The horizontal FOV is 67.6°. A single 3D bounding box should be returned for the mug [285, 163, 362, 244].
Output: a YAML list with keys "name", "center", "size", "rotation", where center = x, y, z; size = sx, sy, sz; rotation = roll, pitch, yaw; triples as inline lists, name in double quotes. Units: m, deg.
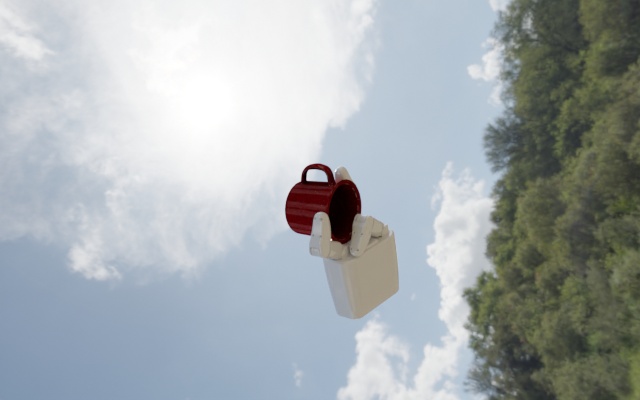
- name: "mug"
  center: [0.000, 0.001, 0.694]
  size: [0.081, 0.117, 0.093]
  rotation: [6, 28, 35]
